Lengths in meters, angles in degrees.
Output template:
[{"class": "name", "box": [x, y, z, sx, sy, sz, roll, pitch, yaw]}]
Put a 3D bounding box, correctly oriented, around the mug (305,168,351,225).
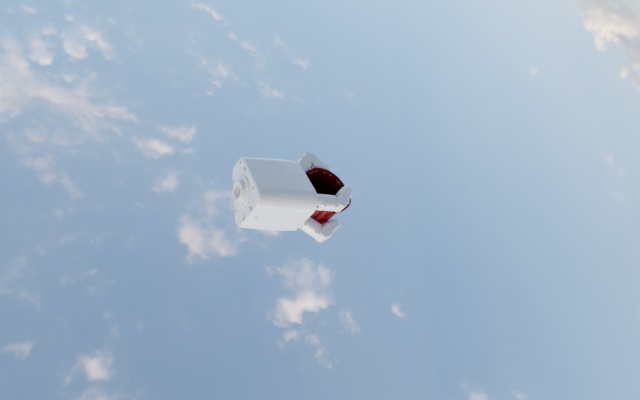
[{"class": "mug", "box": [0.001, 0.003, 0.863, 0.117, 0.093, 0.081, 5, -33, -34]}]
